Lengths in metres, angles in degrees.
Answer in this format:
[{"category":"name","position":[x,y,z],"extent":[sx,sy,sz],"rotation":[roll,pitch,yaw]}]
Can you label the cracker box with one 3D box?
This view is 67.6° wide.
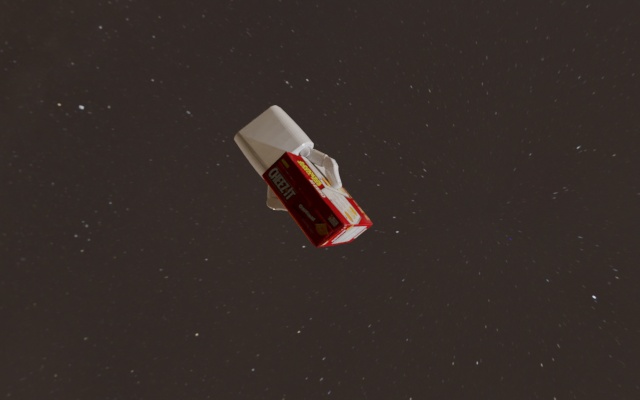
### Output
[{"category":"cracker box","position":[0.000,0.003,0.889],"extent":[0.072,0.164,0.214],"rotation":[-42,-14,13]}]
